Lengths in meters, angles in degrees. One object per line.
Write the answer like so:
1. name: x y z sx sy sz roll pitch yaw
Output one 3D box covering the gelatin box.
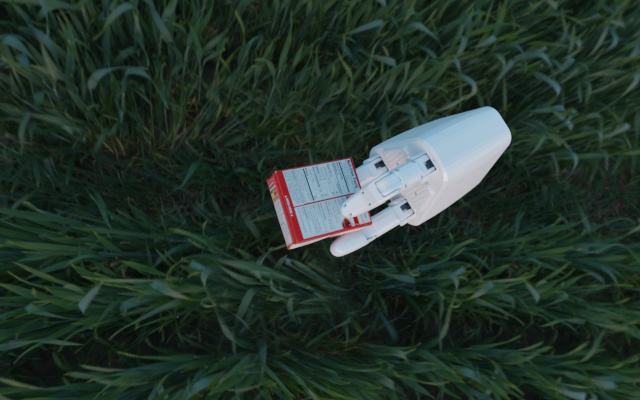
1. gelatin box: 0.000 0.001 0.472 0.089 0.073 0.030 -13 -11 -27
